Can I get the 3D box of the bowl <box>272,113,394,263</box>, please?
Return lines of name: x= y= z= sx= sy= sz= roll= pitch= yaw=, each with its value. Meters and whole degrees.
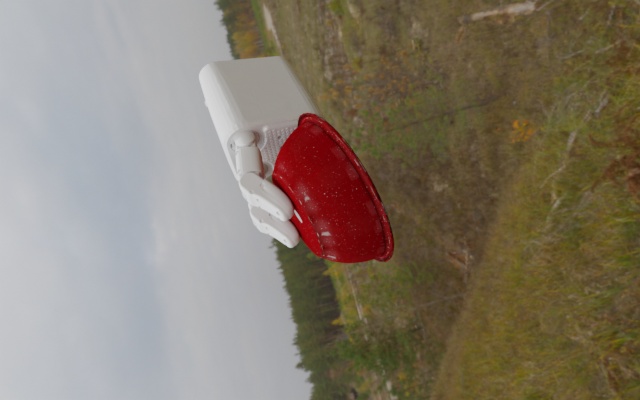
bowl: x=0.000 y=0.002 z=0.452 sx=0.055 sy=0.162 sz=0.162 roll=-31 pitch=8 yaw=-14
